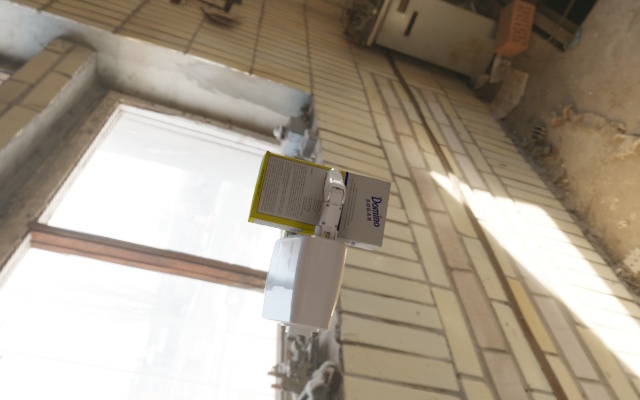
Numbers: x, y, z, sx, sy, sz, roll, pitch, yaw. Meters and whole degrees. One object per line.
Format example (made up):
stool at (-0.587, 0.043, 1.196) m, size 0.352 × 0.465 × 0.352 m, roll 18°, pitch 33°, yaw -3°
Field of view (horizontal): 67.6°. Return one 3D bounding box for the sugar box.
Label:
sugar box at (0.000, 0.002, 0.635) m, size 0.176 × 0.093 × 0.048 m, roll 15°, pitch -16°, yaw -12°
